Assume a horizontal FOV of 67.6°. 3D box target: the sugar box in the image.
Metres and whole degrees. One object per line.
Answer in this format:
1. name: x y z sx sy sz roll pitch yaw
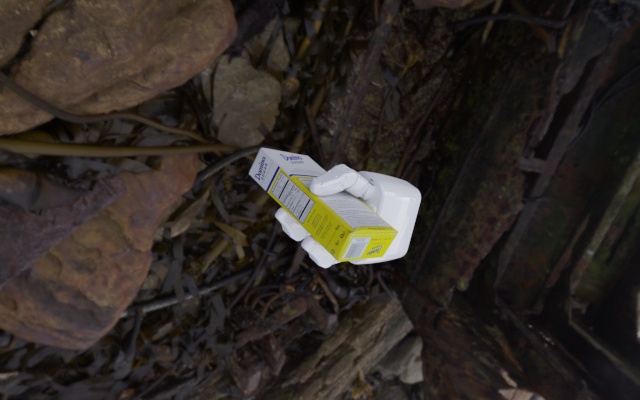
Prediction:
1. sugar box: 0.000 0.002 0.579 0.093 0.048 0.176 4 29 -50
